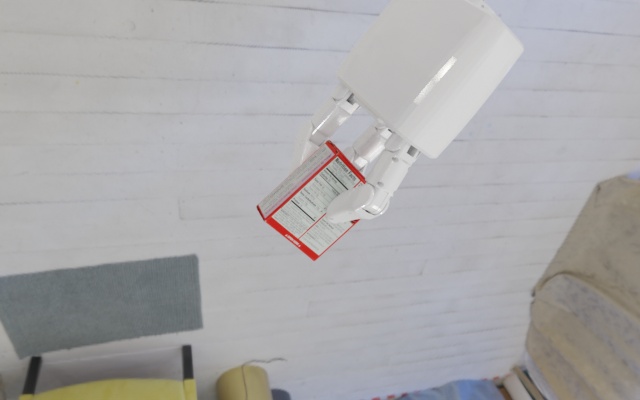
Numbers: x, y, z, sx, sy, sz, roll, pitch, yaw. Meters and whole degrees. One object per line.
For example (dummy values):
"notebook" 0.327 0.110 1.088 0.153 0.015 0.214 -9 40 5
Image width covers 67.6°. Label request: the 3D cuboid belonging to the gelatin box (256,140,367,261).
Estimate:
"gelatin box" 0.000 0.002 0.428 0.073 0.089 0.030 43 7 -37
